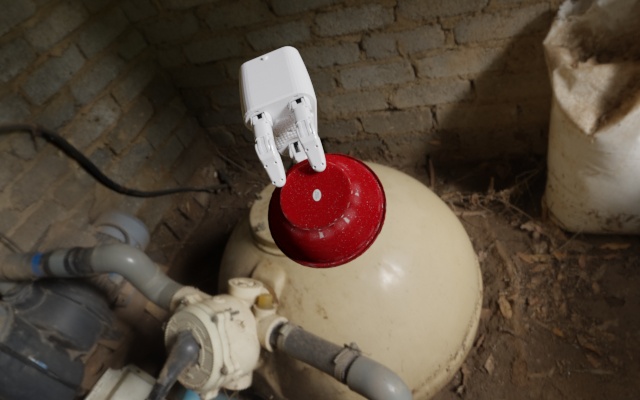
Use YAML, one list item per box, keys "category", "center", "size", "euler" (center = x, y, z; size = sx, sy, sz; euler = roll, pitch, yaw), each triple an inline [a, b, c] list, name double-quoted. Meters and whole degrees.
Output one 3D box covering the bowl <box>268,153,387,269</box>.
- category: "bowl"
  center: [0.001, 0.003, 0.605]
  size: [0.162, 0.162, 0.055]
  euler: [0, -20, 16]
